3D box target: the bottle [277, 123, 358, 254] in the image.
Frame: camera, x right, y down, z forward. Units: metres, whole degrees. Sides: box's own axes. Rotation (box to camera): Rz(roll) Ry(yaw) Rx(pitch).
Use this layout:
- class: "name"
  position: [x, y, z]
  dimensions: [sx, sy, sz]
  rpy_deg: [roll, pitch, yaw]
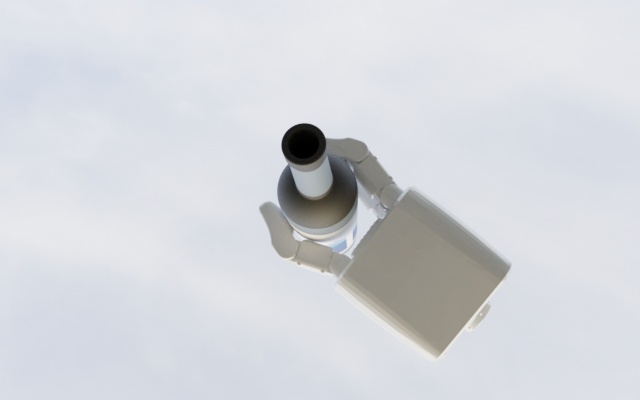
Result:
- class: "bottle"
  position: [0.000, 0.001, 0.426]
  dimensions: [0.069, 0.069, 0.296]
  rpy_deg: [0, -14, 4]
